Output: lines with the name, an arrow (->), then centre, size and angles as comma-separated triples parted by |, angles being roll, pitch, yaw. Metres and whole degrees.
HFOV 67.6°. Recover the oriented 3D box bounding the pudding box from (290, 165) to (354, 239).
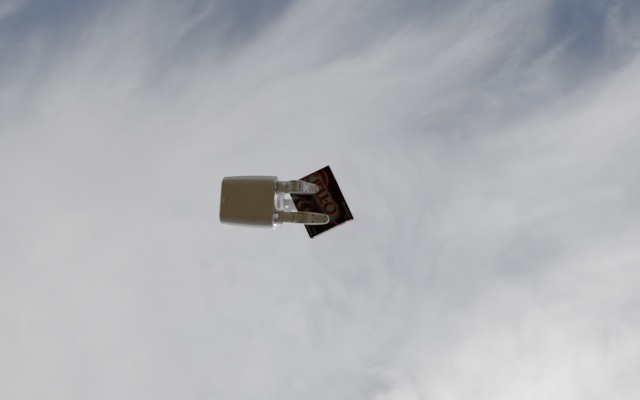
pudding box -> 0.000, 0.003, 0.894 | 0.090, 0.113, 0.039 | -26, -7, 5
